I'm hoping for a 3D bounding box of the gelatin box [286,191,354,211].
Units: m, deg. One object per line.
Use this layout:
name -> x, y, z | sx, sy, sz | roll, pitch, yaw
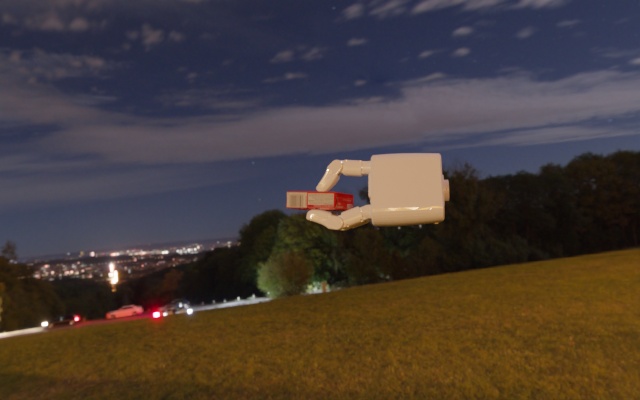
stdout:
gelatin box -> 0.000, 0.002, 0.773 | 0.089, 0.030, 0.073 | 1, -3, 25
